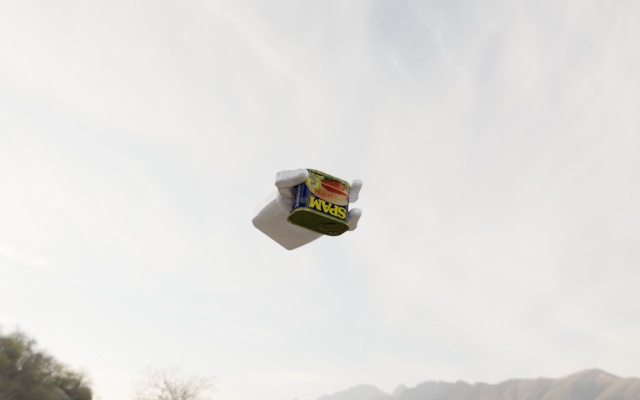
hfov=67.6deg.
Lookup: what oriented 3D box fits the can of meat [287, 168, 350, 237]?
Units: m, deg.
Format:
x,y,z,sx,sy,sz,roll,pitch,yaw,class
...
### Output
x,y,z,sx,sy,sz,roll,pitch,yaw,class
0.000,0.002,0.792,0.102,0.084,0.057,20,-33,-24,can of meat
